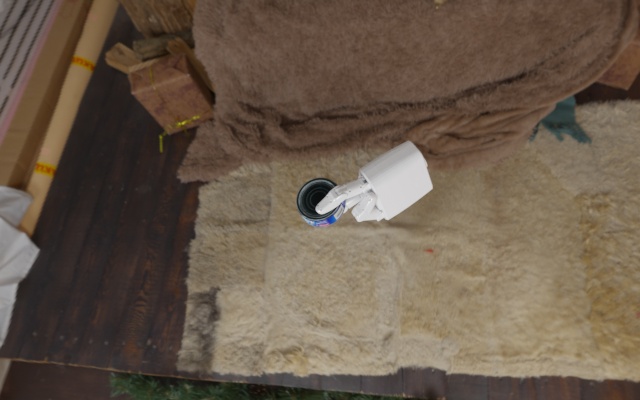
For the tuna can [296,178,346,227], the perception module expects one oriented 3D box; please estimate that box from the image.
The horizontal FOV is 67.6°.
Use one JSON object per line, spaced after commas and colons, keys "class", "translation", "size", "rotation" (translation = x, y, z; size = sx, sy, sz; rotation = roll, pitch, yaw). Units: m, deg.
{"class": "tuna can", "translation": [0.000, 0.003, 0.858], "size": [0.086, 0.086, 0.034], "rotation": [0, -22, 16]}
